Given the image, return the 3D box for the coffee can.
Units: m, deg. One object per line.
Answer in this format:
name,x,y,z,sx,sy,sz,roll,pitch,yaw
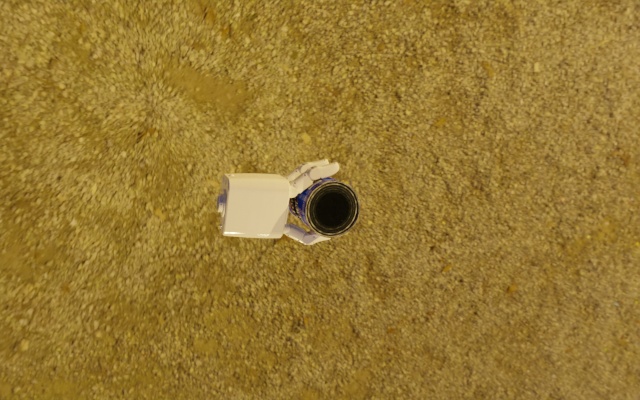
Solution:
coffee can,0.000,0.003,0.892,0.103,0.103,0.140,0,11,-19
